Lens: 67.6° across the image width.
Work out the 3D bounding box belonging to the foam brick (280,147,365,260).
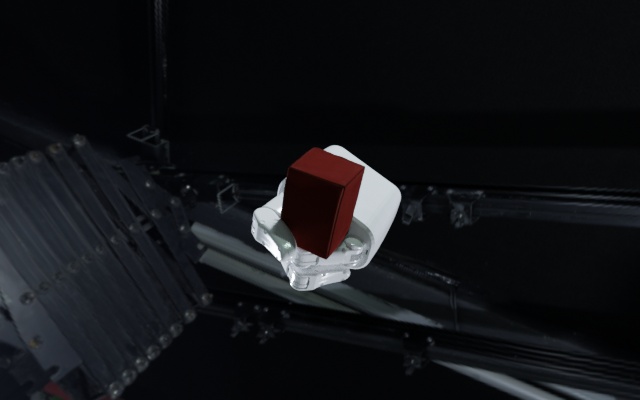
[{"bbox_3d":[0.000,0.001,0.424,0.053,0.078,0.051,23,35,16],"label":"foam brick"}]
